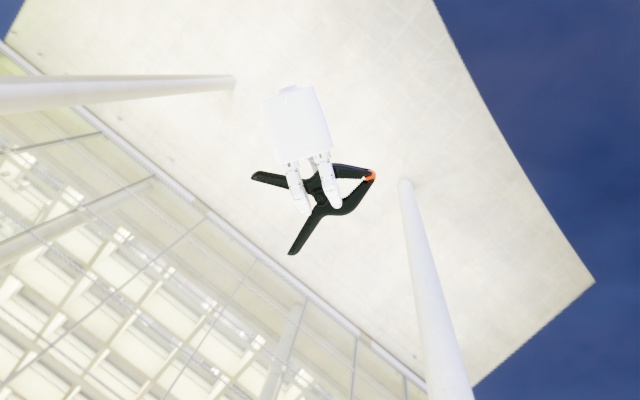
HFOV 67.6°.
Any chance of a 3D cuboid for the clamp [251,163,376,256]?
[{"bbox_3d":[0.001,0.002,0.830,0.210,0.164,0.036,-15,14,11],"label":"clamp"}]
